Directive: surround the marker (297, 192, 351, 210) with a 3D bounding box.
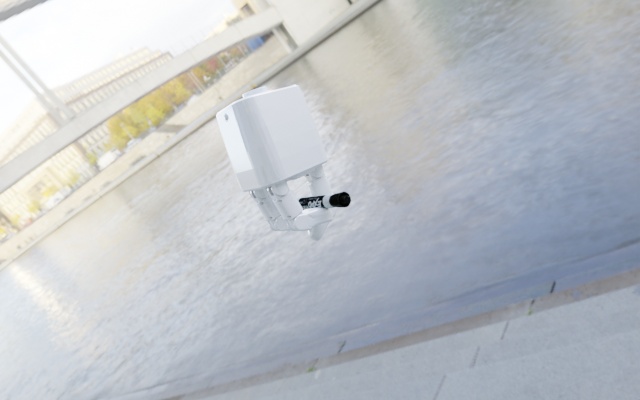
[{"bbox_3d":[0.000,0.002,0.608,0.020,0.020,0.121,0,-3,-31],"label":"marker"}]
